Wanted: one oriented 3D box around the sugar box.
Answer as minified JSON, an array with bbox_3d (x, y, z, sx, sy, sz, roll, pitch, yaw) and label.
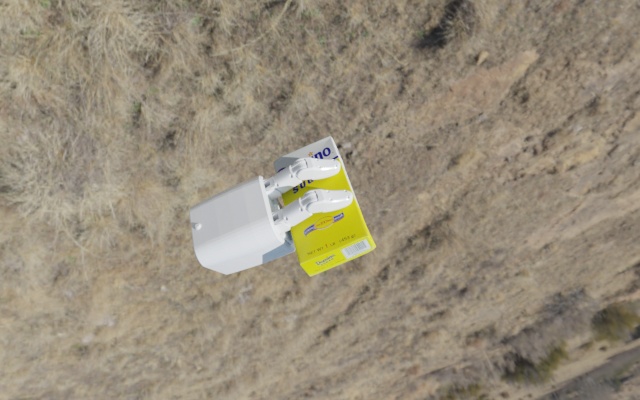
[{"bbox_3d":[0.000,0.002,0.630,0.093,0.176,0.048,-23,-35,6],"label":"sugar box"}]
